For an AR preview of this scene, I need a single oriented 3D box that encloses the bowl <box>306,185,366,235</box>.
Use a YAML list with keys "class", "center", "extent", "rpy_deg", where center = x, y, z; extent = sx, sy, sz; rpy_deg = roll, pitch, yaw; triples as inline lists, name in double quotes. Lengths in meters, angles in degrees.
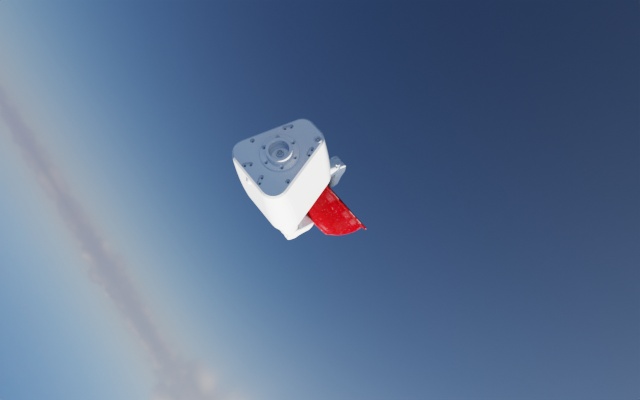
- class: "bowl"
  center: [0.000, 0.003, 0.764]
  extent: [0.055, 0.162, 0.162]
  rpy_deg: [-42, -2, 2]
